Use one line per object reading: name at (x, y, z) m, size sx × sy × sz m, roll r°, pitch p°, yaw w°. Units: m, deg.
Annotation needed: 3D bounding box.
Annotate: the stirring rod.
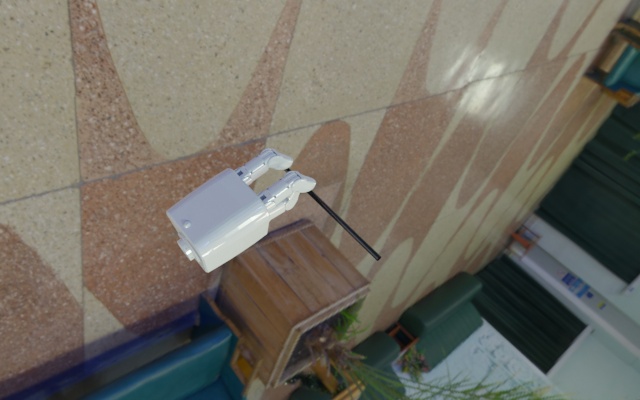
stirring rod at (0.000, 0.002, 0.685) m, size 0.239 × 0.011 × 0.011 m, roll 44°, pitch 23°, yaw 26°
